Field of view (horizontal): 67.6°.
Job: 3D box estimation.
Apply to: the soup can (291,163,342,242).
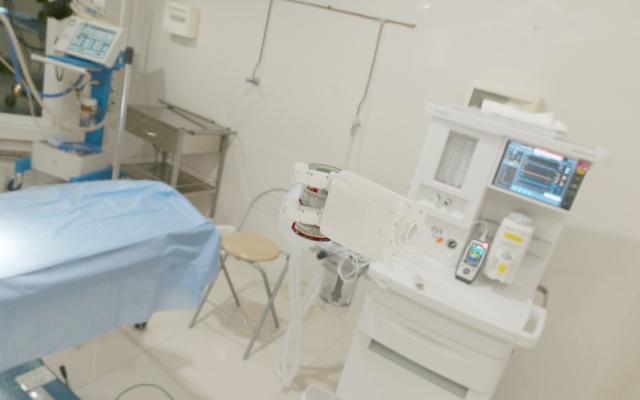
[{"bbox_3d":[0.000,0.002,0.718,0.068,0.102,0.068,13,18,-4],"label":"soup can"}]
